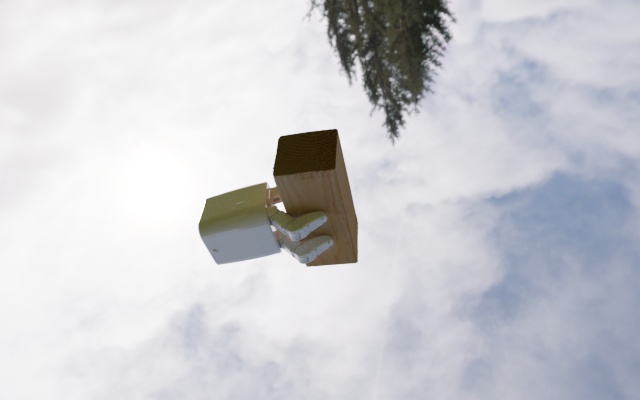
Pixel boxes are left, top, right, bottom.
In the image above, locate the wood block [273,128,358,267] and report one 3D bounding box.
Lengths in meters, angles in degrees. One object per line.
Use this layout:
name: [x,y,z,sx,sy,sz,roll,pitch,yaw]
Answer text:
wood block: [0.000,0.002,0.733,0.090,0.090,0.206,-6,-45,10]
